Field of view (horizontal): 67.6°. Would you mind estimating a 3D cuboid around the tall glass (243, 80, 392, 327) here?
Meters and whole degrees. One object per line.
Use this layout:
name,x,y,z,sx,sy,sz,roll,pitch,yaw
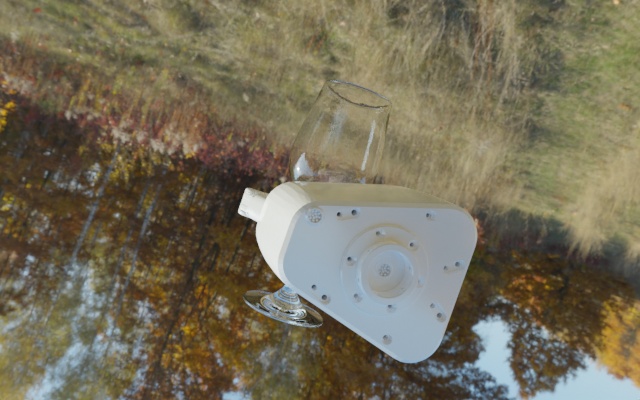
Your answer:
tall glass,0.000,0.002,0.416,0.079,0.201,0.079,19,1,0
